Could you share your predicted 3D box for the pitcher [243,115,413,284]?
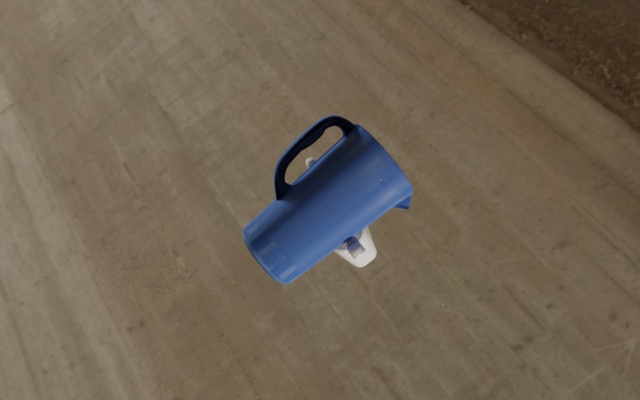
[{"bbox_3d":[0.000,0.002,0.709,0.243,0.149,0.145,-39,-30,1],"label":"pitcher"}]
